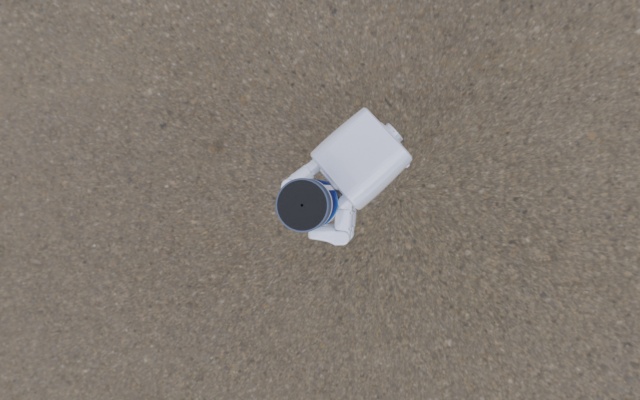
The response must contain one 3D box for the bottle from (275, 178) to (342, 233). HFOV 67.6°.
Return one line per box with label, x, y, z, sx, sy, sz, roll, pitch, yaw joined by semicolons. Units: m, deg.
bottle;0.000;0.002;0.722;0.069;0.069;0.295;0;1;9
